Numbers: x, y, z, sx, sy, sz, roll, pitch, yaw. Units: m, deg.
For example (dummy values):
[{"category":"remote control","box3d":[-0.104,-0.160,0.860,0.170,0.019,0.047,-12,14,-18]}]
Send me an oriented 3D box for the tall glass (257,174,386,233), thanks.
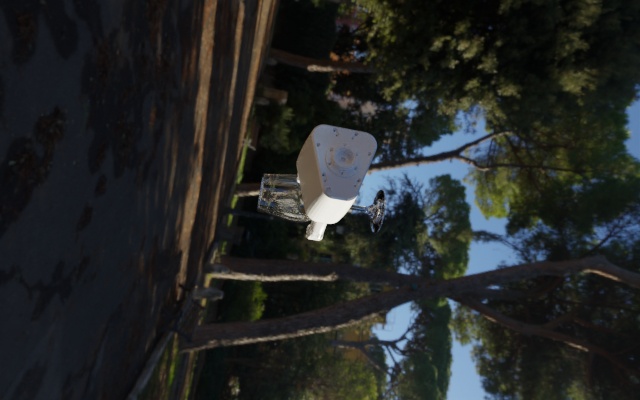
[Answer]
[{"category":"tall glass","box3d":[0.001,0.003,0.783,0.201,0.079,0.079,9,-2,-9]}]
